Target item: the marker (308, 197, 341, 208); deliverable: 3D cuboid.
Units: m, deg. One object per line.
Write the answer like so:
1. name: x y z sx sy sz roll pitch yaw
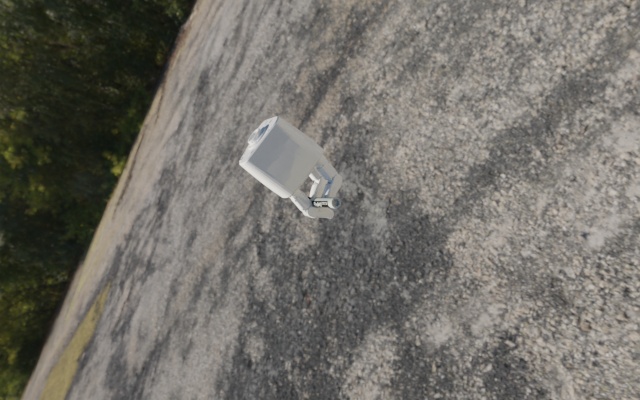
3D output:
1. marker: 0.000 0.003 0.874 0.020 0.020 0.121 0 1 -26
